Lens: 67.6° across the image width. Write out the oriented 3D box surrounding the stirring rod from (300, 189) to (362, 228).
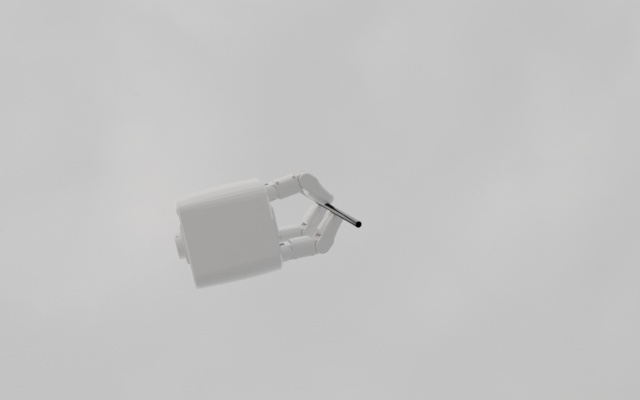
[{"bbox_3d":[0.000,0.002,0.638,0.011,0.011,0.239,0,12,-21],"label":"stirring rod"}]
